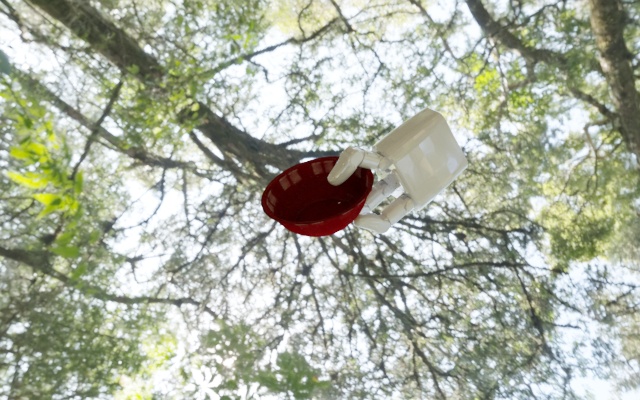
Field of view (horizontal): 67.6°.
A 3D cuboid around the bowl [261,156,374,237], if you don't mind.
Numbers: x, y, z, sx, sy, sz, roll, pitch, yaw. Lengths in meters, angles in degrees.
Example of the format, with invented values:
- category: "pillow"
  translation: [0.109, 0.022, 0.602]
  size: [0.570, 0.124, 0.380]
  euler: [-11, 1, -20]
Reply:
- category: "bowl"
  translation: [-0.001, 0.003, 0.679]
  size: [0.162, 0.055, 0.162]
  euler: [-11, 34, 7]
